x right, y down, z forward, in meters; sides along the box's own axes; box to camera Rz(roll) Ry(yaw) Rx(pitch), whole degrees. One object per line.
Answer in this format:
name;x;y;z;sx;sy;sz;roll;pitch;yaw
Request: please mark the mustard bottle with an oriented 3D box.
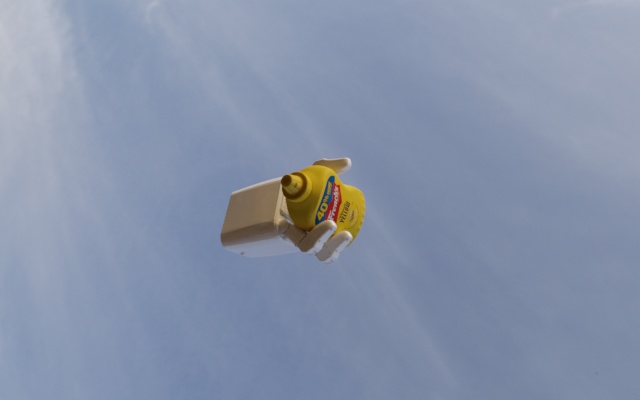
mustard bottle;0.001;0.002;0.695;0.058;0.096;0.192;14;-10;33
